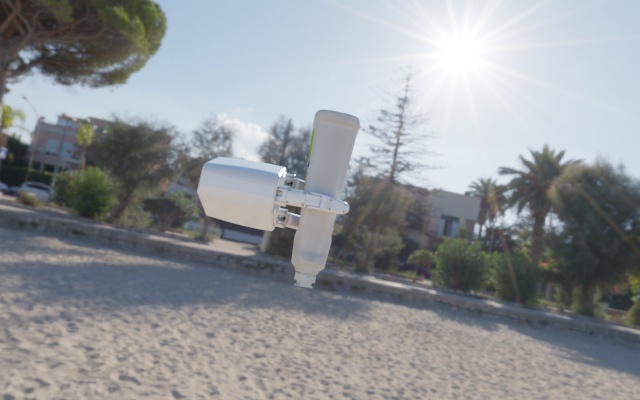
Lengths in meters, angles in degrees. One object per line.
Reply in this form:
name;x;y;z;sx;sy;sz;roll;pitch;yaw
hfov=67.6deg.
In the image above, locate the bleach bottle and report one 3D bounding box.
bleach bottle;0.000;0.002;0.702;0.068;0.251;0.102;11;-6;0
